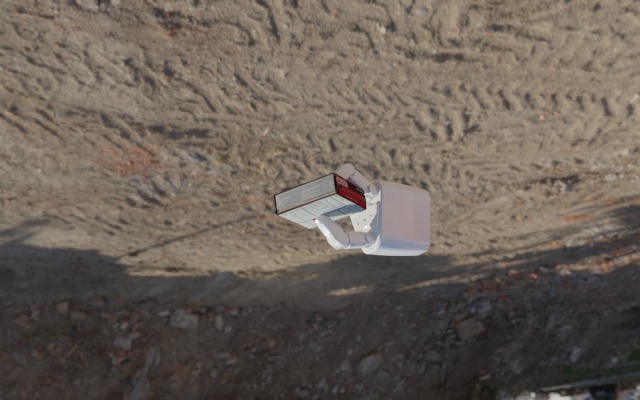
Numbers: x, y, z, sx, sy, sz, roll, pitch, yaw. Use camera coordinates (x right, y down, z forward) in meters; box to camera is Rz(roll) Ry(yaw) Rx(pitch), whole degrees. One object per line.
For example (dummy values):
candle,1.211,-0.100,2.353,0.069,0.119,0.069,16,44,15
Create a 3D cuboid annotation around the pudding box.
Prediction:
pudding box,0.000,0.003,0.722,0.113,0.039,0.090,-21,-28,27
